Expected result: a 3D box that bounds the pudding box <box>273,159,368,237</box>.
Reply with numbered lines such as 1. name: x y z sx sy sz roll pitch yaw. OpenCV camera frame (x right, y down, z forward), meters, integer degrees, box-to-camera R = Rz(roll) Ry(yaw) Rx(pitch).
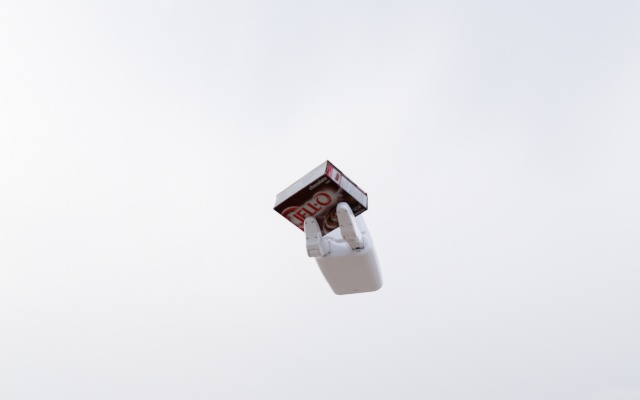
1. pudding box: 0.000 0.002 0.702 0.090 0.039 0.113 38 -54 -27
